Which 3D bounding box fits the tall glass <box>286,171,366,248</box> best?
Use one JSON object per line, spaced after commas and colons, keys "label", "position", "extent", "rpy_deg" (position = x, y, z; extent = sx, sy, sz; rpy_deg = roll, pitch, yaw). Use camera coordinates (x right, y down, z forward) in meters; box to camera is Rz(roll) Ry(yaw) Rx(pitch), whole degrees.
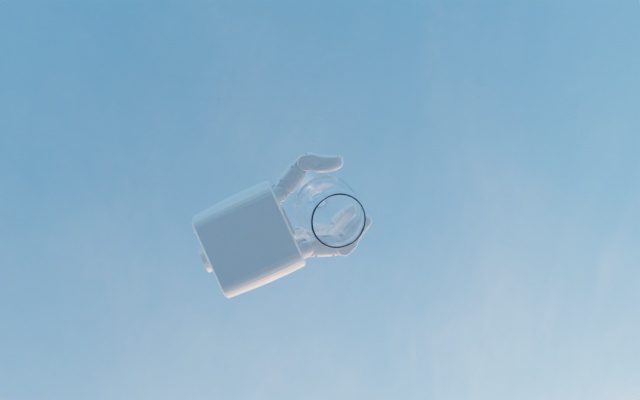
{"label": "tall glass", "position": [0.000, 0.002, 0.611], "extent": [0.079, 0.079, 0.201], "rpy_deg": [0, 12, -12]}
